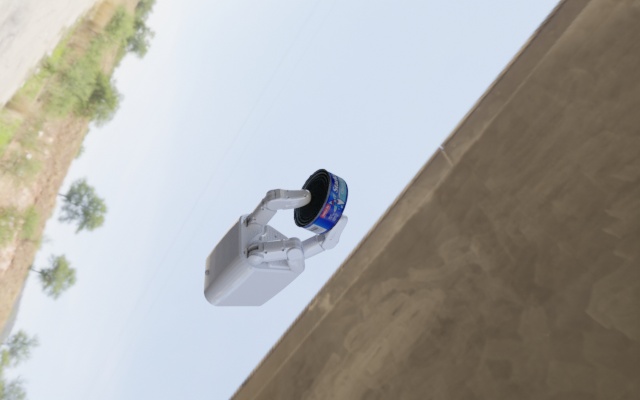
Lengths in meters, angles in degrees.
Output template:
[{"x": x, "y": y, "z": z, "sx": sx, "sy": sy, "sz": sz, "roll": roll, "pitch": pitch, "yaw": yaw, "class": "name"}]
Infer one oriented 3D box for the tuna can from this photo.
[{"x": 0.001, "y": 0.002, "z": 0.648, "sx": 0.034, "sy": 0.086, "sz": 0.086, "roll": 25, "pitch": -12, "yaw": -26, "class": "tuna can"}]
